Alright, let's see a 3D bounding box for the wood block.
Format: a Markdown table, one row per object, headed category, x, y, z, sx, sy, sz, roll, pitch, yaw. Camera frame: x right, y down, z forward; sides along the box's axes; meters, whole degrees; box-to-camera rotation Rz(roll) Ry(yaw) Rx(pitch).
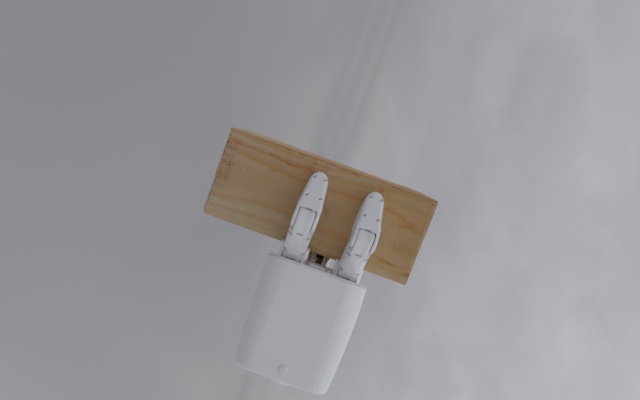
| category | x | y | z | sx | sy | sz | roll | pitch | yaw |
| --- | --- | --- | --- | --- | --- | --- | --- | --- | --- |
| wood block | 0.000 | 0.002 | 0.494 | 0.206 | 0.090 | 0.091 | 20 | 6 | -1 |
